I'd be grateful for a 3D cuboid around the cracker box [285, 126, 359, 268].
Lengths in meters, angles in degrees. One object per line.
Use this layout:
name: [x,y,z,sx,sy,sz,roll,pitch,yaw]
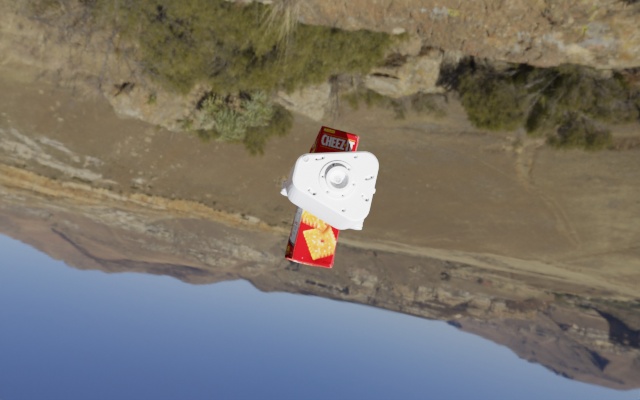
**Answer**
cracker box: [0.000,0.003,0.807,0.072,0.213,0.164,14,-8,-6]
